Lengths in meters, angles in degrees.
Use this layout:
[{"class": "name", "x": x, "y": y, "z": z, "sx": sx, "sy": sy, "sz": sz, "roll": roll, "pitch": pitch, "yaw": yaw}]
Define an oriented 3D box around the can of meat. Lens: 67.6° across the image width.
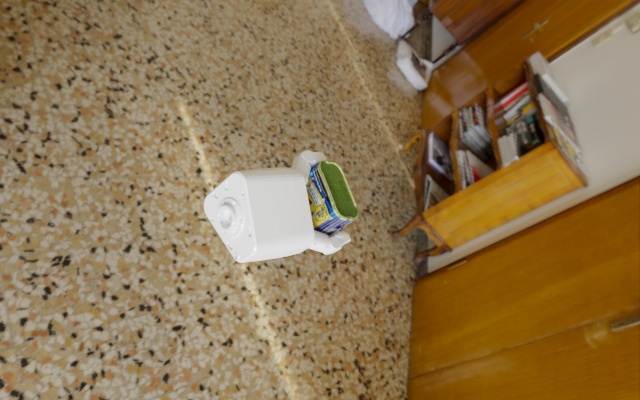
[{"class": "can of meat", "x": 0.000, "y": 0.002, "z": 0.709, "sx": 0.057, "sy": 0.102, "sz": 0.084, "roll": 0, "pitch": -27, "yaw": -48}]
